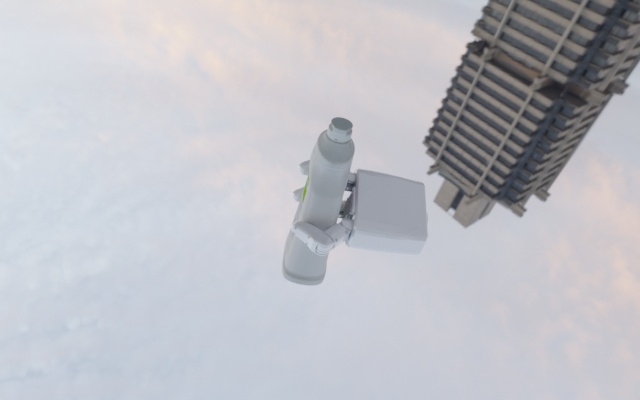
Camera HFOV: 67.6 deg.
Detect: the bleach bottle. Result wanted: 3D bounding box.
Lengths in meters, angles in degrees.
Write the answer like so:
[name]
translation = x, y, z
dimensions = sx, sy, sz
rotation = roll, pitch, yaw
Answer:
[bleach bottle]
translation = 0.000, 0.002, 0.663
dimensions = 0.068, 0.251, 0.102
rotation = 10, 41, -7
